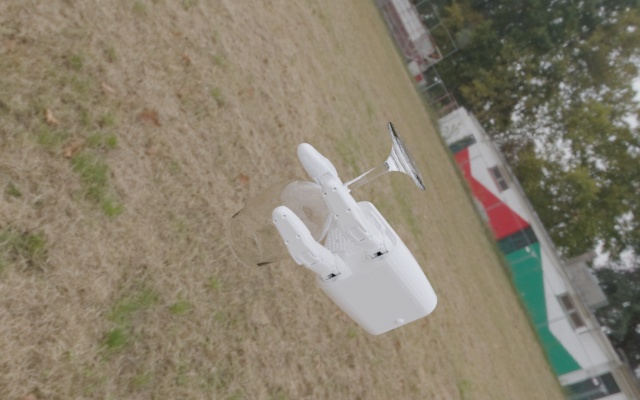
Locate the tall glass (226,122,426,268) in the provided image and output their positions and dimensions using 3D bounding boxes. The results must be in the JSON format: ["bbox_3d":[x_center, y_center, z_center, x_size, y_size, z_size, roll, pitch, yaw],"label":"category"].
[{"bbox_3d":[0.001,0.001,0.488,0.201,0.079,0.079,-28,-9,18],"label":"tall glass"}]
